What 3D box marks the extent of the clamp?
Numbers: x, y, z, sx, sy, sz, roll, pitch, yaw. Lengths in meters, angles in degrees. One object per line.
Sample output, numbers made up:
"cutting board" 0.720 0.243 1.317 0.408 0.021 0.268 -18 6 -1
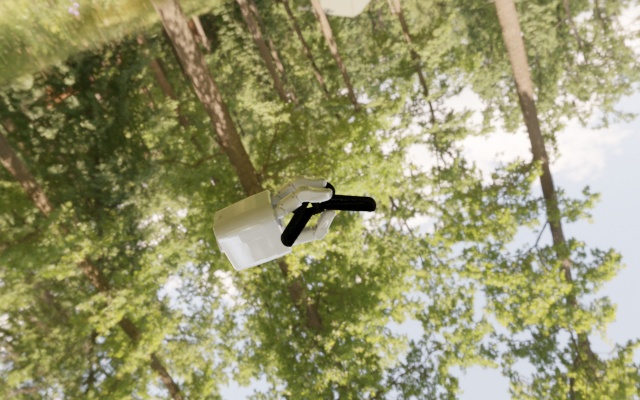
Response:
"clamp" 0.000 0.003 0.842 0.164 0.036 0.210 -19 24 -2
